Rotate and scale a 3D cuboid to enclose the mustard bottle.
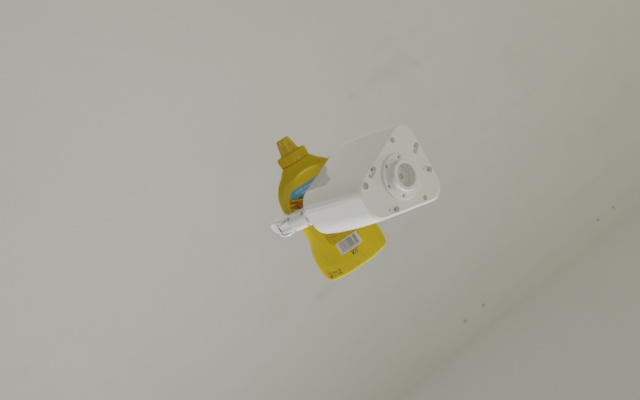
[{"bbox_3d":[0.000,0.002,0.626,0.096,0.191,0.058,-33,10,-7],"label":"mustard bottle"}]
